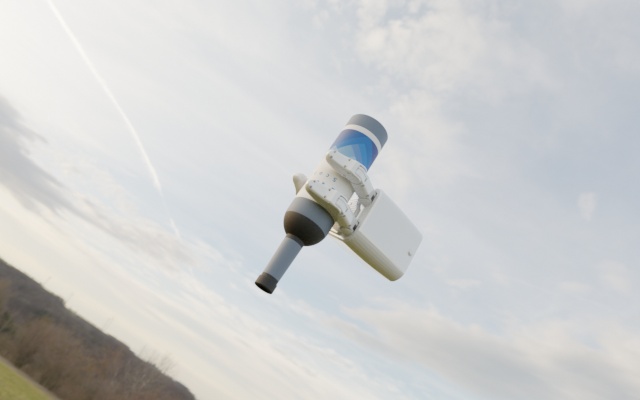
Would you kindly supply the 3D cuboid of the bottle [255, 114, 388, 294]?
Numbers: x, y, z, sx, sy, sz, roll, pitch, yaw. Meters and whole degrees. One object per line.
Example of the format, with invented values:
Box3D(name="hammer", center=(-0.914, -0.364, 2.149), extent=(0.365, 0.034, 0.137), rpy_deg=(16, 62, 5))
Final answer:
Box3D(name="bottle", center=(0.000, 0.002, 0.677), extent=(0.069, 0.295, 0.069), rpy_deg=(27, -25, 14))
